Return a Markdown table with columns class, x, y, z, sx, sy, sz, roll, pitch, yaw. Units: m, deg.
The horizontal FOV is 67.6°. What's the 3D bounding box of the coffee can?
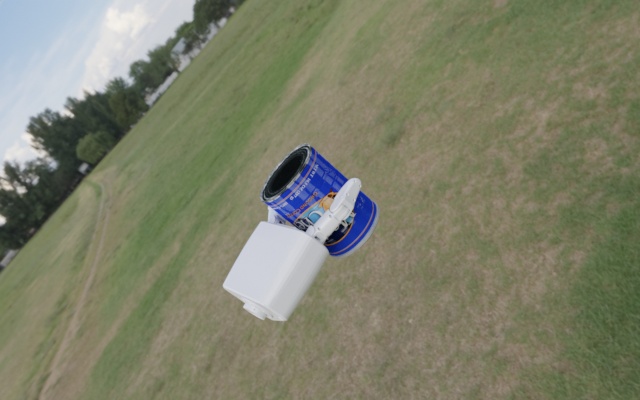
| class | x | y | z | sx | sy | sz | roll | pitch | yaw |
| --- | --- | --- | --- | --- | --- | --- | --- | --- | --- |
| coffee can | 0.000 | 0.002 | 0.680 | 0.140 | 0.102 | 0.103 | 40 | -18 | -22 |
